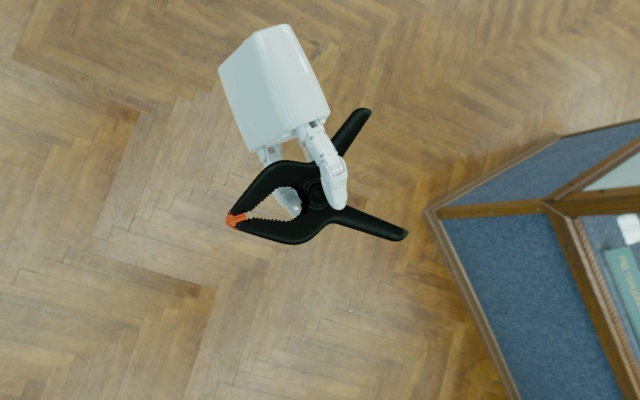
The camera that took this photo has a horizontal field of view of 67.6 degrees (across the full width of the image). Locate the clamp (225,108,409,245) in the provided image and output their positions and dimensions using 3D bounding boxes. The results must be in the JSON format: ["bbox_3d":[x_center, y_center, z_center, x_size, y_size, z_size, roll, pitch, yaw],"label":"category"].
[{"bbox_3d":[0.000,0.002,0.538,0.210,0.164,0.036,-25,3,-21],"label":"clamp"}]
